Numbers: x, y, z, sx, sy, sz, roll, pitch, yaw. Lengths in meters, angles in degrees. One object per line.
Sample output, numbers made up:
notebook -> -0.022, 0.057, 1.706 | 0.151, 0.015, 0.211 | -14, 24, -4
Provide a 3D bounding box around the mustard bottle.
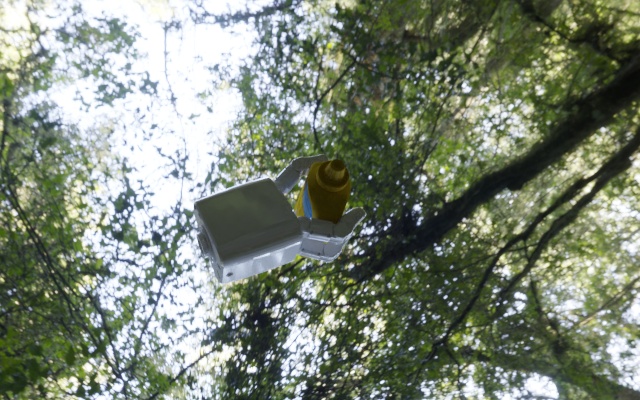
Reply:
mustard bottle -> 0.000, 0.002, 0.659 | 0.058, 0.096, 0.192 | 4, -29, -11
